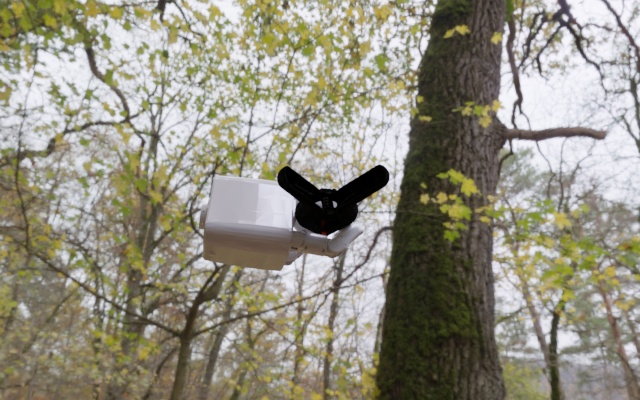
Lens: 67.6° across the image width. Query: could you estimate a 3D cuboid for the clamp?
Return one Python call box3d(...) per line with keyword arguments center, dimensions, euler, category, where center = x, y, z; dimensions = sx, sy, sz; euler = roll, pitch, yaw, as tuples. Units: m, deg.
box3d(center=(0.000, 0.001, 0.571), dimensions=(0.120, 0.039, 0.171), euler=(8, -28, -10), category="clamp")
